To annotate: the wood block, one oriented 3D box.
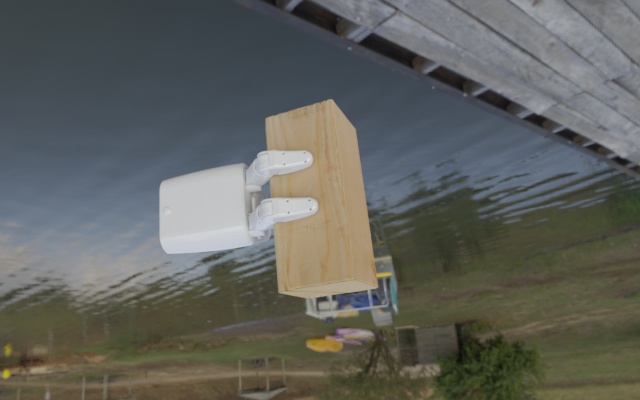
[{"bbox_3d":[0.000,0.002,0.558,0.090,0.206,0.091,-13,-19,18],"label":"wood block"}]
